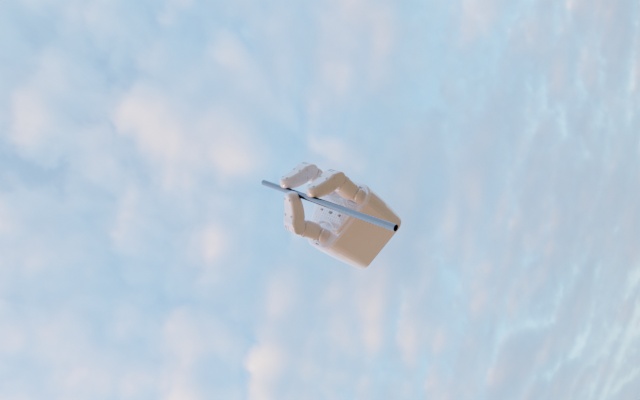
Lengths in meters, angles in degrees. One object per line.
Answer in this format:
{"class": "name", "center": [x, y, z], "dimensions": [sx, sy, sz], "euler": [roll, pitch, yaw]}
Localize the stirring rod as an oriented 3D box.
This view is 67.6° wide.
{"class": "stirring rod", "center": [0.000, 0.002, 0.602], "dimensions": [0.011, 0.011, 0.239], "euler": [0, 13, -44]}
